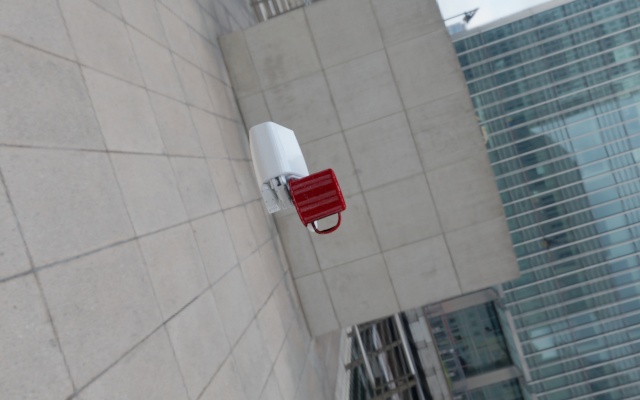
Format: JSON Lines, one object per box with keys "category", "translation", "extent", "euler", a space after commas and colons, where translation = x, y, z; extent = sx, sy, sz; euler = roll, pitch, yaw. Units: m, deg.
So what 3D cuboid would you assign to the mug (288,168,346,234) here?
{"category": "mug", "translation": [0.001, 0.004, 0.860], "extent": [0.081, 0.117, 0.093], "euler": [-20, -12, 5]}
